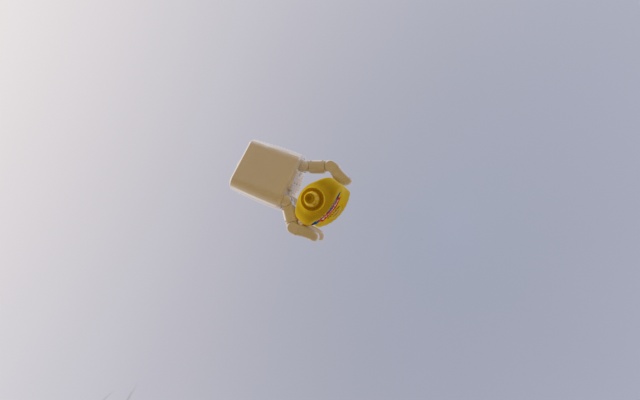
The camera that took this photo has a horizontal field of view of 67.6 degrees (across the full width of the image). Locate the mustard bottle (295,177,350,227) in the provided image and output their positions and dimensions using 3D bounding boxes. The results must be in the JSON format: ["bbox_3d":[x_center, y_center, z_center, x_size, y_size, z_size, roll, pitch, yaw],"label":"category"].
[{"bbox_3d":[0.000,0.003,0.861,0.058,0.096,0.191,44,5,11],"label":"mustard bottle"}]
